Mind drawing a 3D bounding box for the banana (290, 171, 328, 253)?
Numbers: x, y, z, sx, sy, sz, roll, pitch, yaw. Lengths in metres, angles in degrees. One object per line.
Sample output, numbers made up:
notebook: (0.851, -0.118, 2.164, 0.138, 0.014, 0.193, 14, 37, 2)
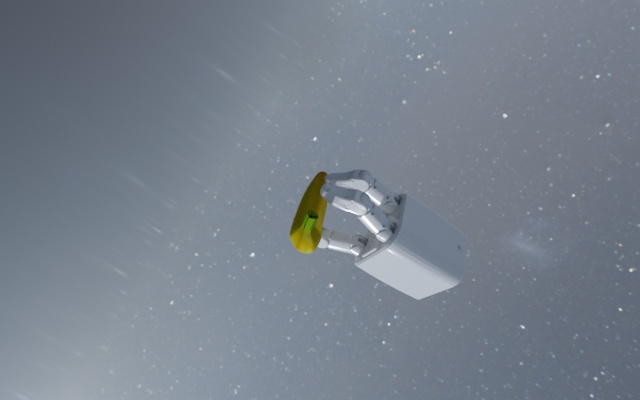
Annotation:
banana: (-0.009, 0.018, 0.595, 0.037, 0.070, 0.197, 29, 16, -7)
